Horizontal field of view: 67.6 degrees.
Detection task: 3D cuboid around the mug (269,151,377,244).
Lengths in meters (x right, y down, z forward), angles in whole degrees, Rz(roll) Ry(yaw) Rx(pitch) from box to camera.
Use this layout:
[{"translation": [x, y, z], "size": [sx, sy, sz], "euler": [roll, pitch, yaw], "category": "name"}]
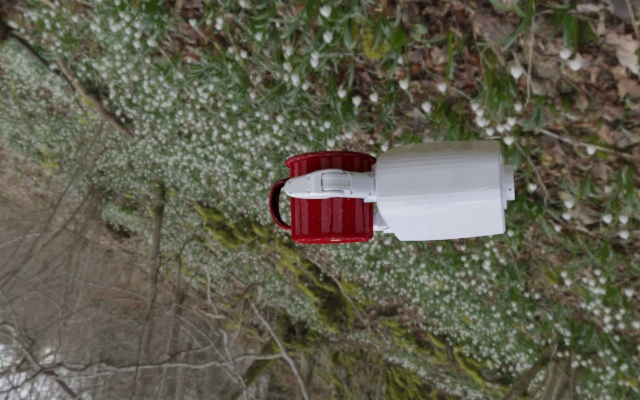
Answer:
[{"translation": [-0.001, 0.002, 0.480], "size": [0.117, 0.081, 0.093], "euler": [-5, -8, 22], "category": "mug"}]
